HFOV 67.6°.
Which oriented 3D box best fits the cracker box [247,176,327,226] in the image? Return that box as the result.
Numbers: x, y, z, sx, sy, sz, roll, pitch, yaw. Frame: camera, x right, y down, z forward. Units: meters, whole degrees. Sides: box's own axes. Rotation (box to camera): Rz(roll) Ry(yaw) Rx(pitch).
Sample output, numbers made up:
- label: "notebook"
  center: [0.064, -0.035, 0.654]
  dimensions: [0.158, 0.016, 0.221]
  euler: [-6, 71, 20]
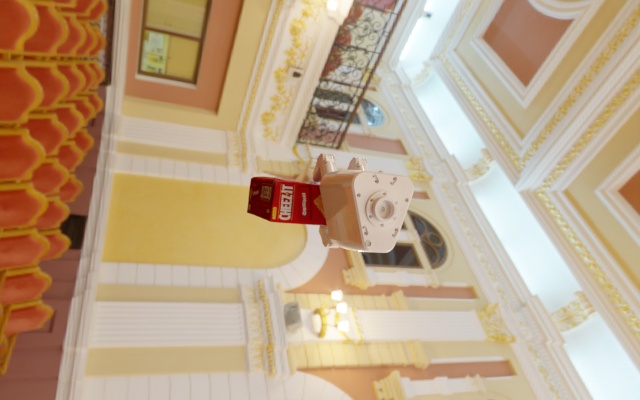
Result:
- label: "cracker box"
  center: [0.000, 0.003, 0.801]
  dimensions: [0.214, 0.072, 0.164]
  euler: [5, 1, -21]
